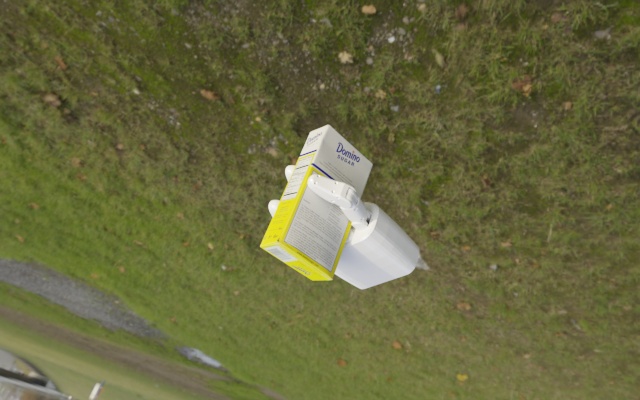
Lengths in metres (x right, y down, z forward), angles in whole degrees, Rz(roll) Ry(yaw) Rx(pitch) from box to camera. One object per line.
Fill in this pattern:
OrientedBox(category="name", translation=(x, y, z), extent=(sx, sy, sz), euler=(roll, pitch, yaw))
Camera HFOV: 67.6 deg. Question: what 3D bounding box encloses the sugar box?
OrientedBox(category="sugar box", translation=(0.000, 0.002, 0.606), extent=(0.093, 0.176, 0.048), euler=(38, -33, -29))
